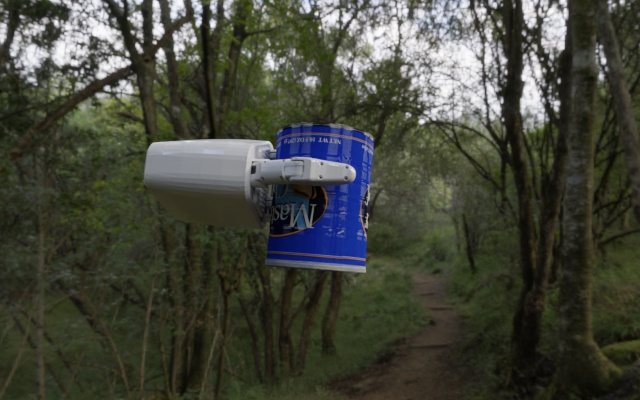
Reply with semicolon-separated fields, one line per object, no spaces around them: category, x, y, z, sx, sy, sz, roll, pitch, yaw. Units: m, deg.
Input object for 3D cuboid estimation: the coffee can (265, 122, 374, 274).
coffee can;0.000;0.002;0.495;0.103;0.140;0.103;4;-8;1
